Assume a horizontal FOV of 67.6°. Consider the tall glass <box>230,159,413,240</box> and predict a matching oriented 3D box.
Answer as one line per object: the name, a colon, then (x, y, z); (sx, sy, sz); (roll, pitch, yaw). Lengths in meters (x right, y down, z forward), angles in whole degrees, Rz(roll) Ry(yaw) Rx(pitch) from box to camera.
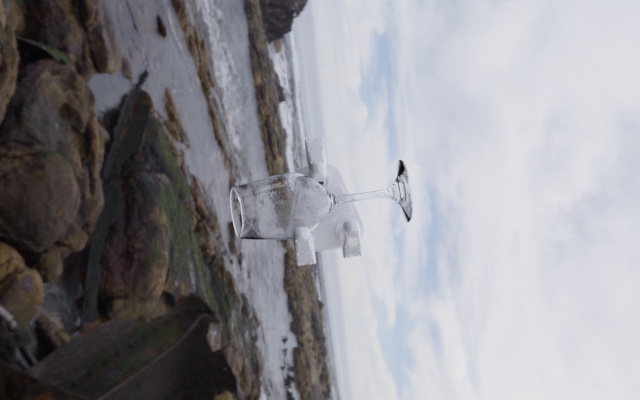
tall glass: (0.001, 0.002, 0.558); (0.201, 0.079, 0.079); (-7, 0, -1)
